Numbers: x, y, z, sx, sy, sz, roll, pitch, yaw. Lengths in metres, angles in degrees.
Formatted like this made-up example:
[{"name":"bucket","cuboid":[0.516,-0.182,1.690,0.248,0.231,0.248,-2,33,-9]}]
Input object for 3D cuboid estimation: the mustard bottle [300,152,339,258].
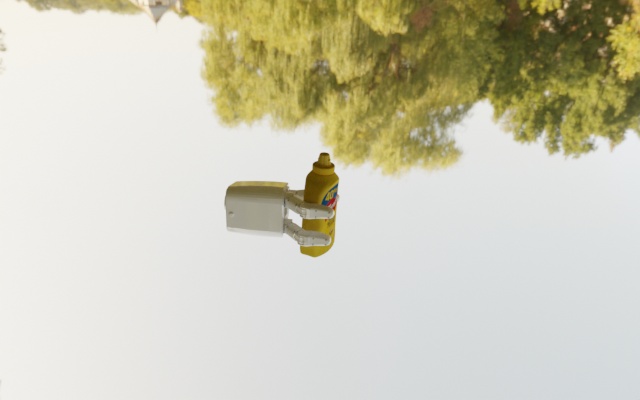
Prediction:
[{"name":"mustard bottle","cuboid":[0.000,0.003,0.882,0.058,0.192,0.096,15,28,22]}]
